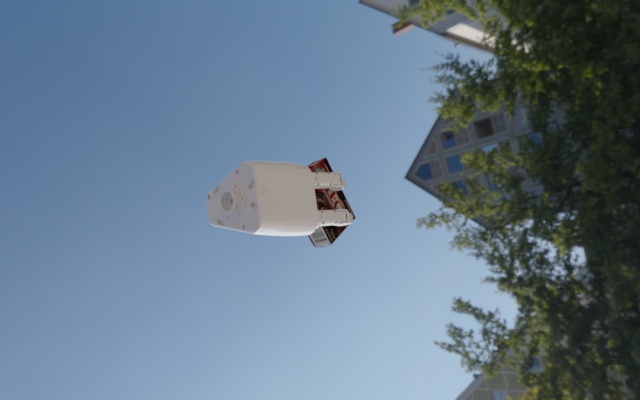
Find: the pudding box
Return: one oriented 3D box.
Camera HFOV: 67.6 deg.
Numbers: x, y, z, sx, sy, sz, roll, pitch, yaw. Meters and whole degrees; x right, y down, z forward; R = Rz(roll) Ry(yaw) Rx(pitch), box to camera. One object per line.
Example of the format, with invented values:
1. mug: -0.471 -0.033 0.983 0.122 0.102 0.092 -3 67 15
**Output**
1. pudding box: 0.000 0.002 0.732 0.039 0.113 0.090 -15 17 37
